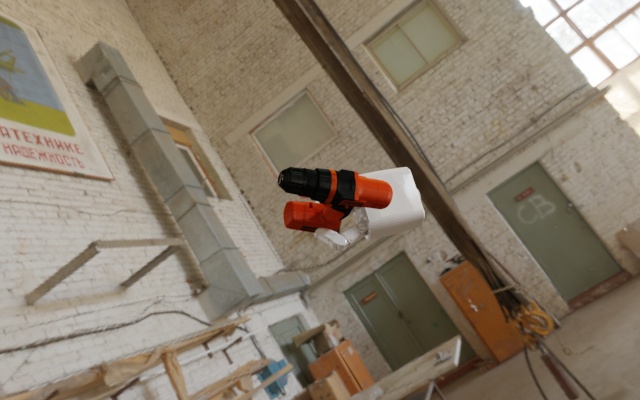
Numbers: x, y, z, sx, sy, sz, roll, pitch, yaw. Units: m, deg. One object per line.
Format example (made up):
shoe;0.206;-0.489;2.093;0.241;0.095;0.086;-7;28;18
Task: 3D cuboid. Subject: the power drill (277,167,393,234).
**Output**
power drill;0.000;0.003;0.788;0.184;0.057;0.188;10;-20;-19
